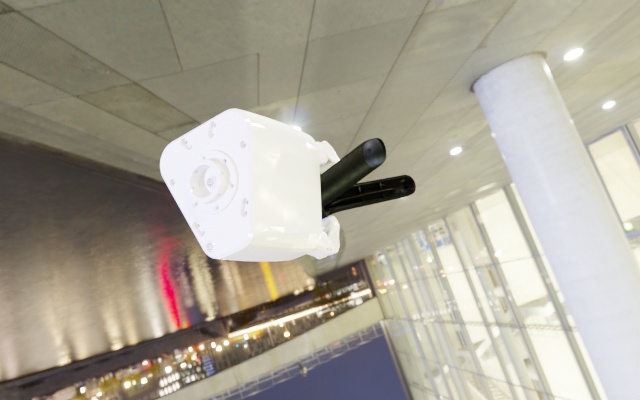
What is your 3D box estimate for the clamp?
[{"bbox_3d":[0.000,0.003,0.514,0.210,0.036,0.164,-23,-19,23],"label":"clamp"}]
